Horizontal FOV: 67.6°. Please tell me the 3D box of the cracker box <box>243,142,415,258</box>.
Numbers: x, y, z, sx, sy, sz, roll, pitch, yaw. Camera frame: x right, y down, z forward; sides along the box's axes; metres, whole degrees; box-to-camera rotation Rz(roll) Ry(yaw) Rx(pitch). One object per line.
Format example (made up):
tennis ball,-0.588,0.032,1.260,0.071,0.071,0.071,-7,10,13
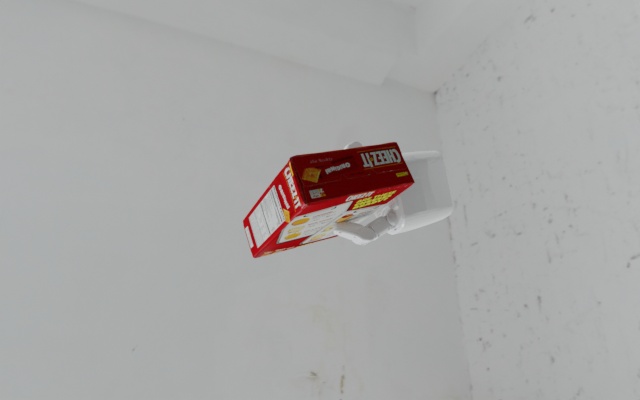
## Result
cracker box,0.000,0.002,0.667,0.164,0.072,0.214,-12,-17,-29
